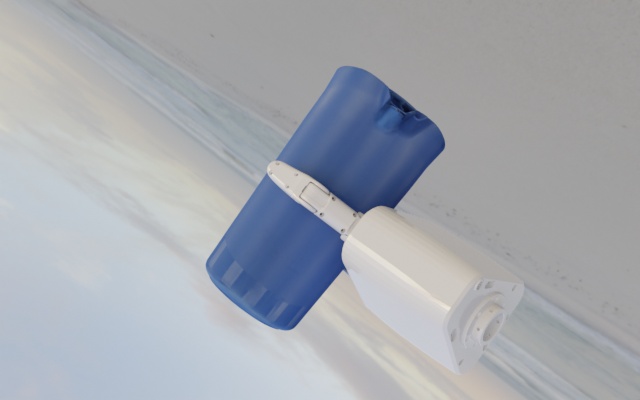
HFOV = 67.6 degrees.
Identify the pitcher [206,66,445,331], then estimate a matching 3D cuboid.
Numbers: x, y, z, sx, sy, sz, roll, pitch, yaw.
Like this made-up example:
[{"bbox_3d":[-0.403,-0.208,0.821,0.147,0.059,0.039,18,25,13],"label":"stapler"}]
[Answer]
[{"bbox_3d":[0.000,0.002,0.482,0.145,0.243,0.149,34,-5,40],"label":"pitcher"}]
